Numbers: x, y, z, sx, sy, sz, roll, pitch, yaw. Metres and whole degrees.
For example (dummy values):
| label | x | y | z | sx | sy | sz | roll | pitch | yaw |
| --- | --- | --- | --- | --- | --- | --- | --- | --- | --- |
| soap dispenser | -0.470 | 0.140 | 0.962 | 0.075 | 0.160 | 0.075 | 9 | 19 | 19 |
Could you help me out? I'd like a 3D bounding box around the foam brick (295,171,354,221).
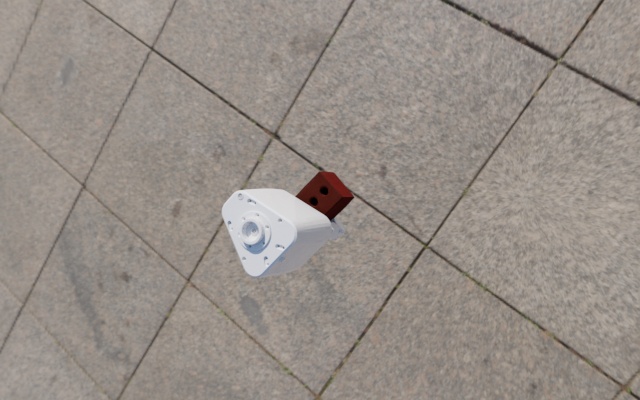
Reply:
| label | x | y | z | sx | sy | sz | roll | pitch | yaw |
| --- | --- | --- | --- | --- | --- | --- | --- | --- | --- |
| foam brick | 0.000 | 0.002 | 0.698 | 0.078 | 0.053 | 0.051 | -46 | -18 | 17 |
